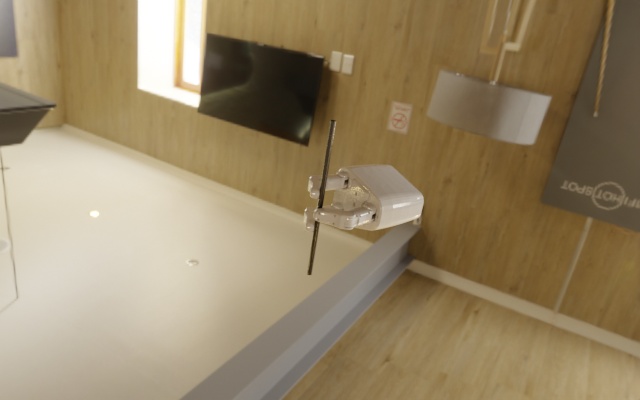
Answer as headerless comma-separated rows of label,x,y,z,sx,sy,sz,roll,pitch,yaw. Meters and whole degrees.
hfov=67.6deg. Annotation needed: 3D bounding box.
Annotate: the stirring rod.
stirring rod,0.000,0.002,0.693,0.011,0.240,0.011,8,21,-3
